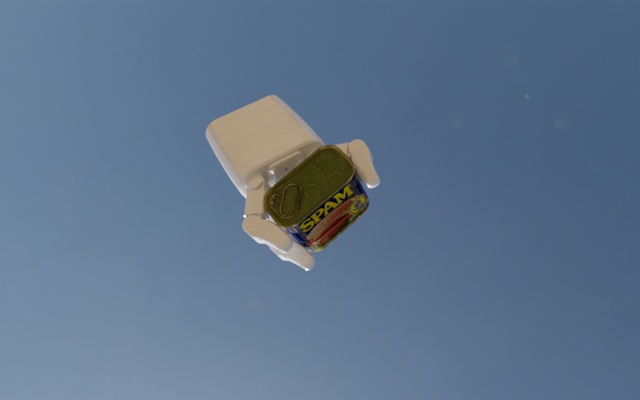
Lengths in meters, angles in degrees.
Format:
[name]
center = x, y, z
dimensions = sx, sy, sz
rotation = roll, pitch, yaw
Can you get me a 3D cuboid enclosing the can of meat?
[can of meat]
center = 0.000, 0.002, 0.532
dimensions = 0.057, 0.102, 0.084
rotation = 49, -3, 33
